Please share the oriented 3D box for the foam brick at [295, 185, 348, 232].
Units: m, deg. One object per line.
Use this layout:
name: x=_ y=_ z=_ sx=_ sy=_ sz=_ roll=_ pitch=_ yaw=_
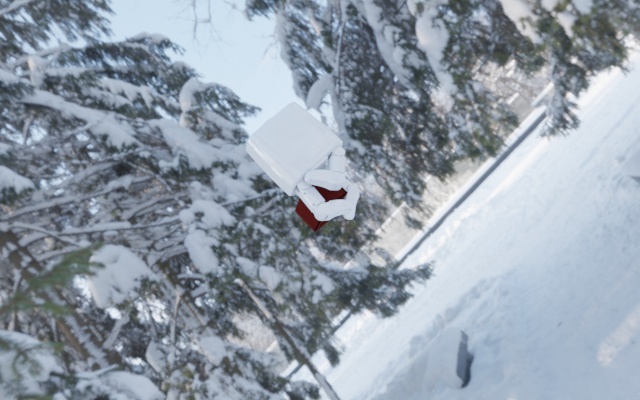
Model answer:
foam brick: x=0.000 y=0.003 z=0.779 sx=0.053 sy=0.051 sz=0.078 roll=-39 pitch=-14 yaw=-33
